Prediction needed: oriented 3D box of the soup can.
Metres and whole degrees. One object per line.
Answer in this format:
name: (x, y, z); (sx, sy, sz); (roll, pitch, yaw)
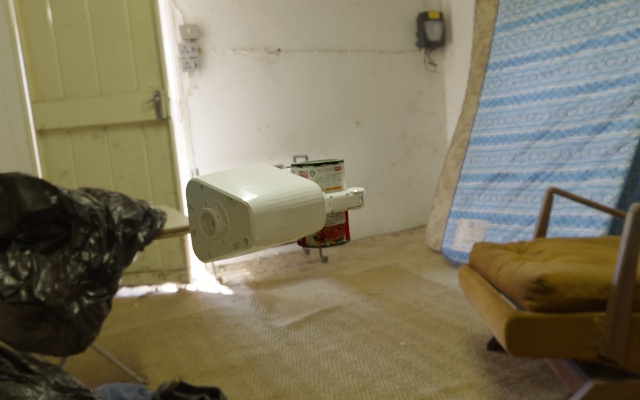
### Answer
soup can: (0.000, 0.002, 0.593); (0.068, 0.102, 0.068); (-5, 8, 1)
